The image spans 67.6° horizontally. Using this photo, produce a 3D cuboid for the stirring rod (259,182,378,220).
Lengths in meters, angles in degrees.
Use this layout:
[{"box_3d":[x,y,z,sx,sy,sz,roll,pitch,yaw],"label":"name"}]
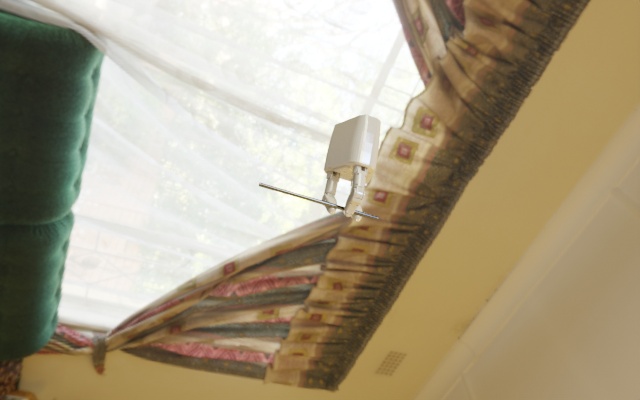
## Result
[{"box_3d":[0.000,0.003,0.896,0.239,0.011,0.011,16,-5,-17],"label":"stirring rod"}]
